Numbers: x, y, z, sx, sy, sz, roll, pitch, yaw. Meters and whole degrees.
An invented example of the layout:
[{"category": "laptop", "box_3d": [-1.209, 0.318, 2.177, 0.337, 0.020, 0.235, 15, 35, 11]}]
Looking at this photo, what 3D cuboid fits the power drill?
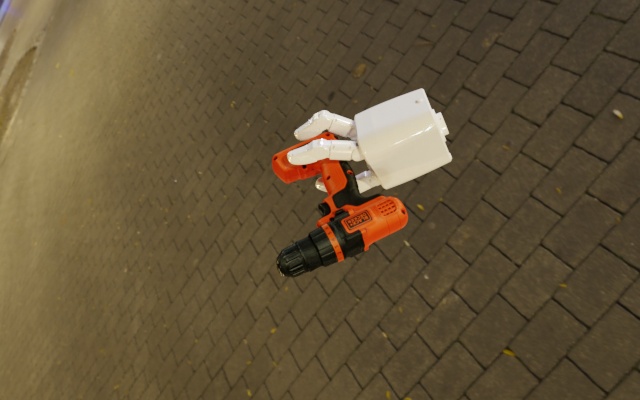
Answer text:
[{"category": "power drill", "box_3d": [0.000, 0.002, 0.663, 0.184, 0.187, 0.057, -24, -34, -9]}]
